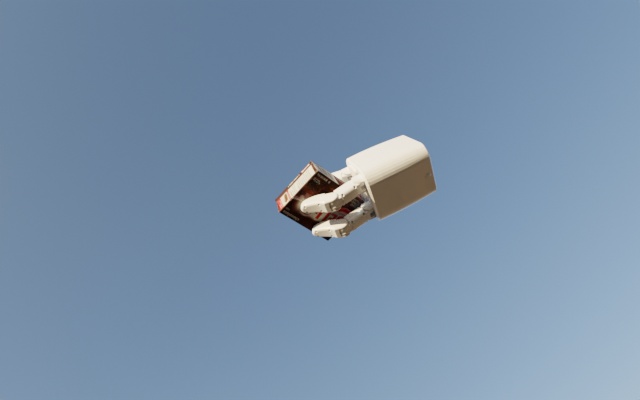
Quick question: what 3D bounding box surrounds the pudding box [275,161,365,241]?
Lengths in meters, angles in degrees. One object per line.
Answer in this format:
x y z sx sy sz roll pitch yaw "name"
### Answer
0.000 0.002 0.748 0.113 0.090 0.039 33 18 -33 "pudding box"
